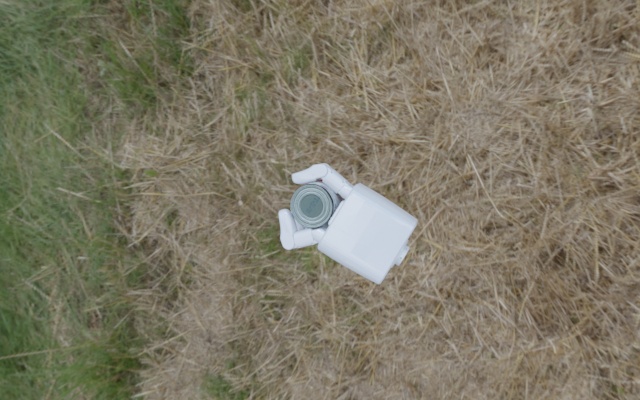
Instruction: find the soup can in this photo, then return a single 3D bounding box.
[{"bbox_3d":[0.000,0.002,0.743,0.068,0.068,0.102,0,8,16],"label":"soup can"}]
